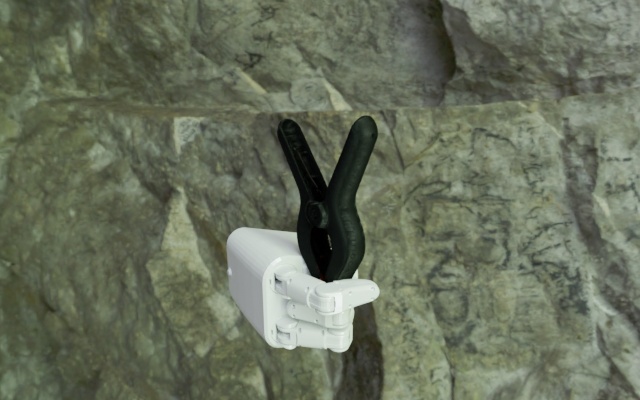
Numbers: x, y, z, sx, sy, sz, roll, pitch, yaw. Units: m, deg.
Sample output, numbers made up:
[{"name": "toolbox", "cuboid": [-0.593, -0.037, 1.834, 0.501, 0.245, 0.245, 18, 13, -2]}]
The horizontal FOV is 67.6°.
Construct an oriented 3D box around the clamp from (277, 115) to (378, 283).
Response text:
[{"name": "clamp", "cuboid": [0.001, 0.002, 0.441, 0.039, 0.171, 0.120, -7, 20, -34]}]
